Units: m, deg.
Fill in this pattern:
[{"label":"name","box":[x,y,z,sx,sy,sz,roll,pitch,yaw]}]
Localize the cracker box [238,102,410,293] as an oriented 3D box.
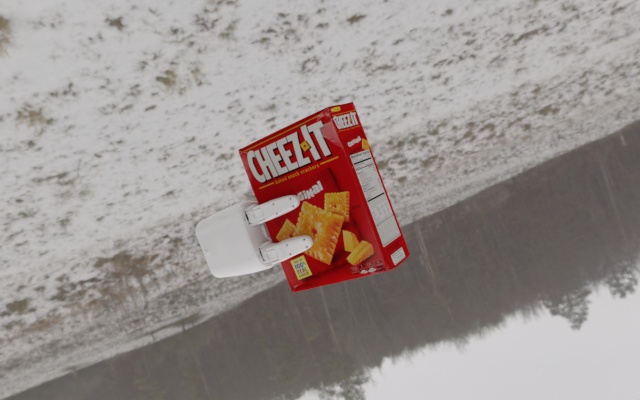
[{"label":"cracker box","box":[0.000,0.002,0.631,0.164,0.214,0.072,-19,4,36]}]
